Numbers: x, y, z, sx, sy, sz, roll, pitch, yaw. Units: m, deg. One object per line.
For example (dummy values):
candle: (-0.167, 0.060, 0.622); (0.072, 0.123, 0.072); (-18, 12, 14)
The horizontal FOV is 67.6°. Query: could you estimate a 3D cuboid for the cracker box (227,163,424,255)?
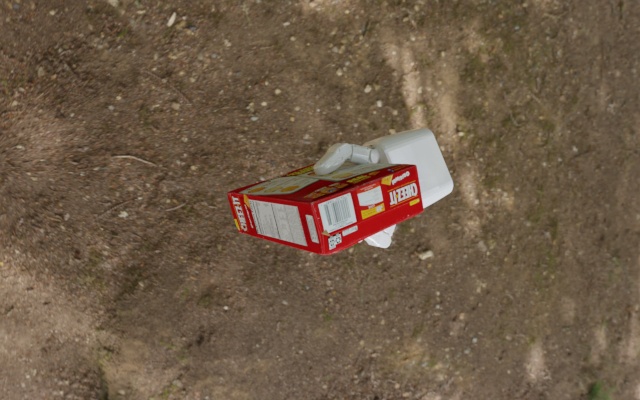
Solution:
cracker box: (0.000, 0.002, 0.632); (0.164, 0.072, 0.213); (-21, 15, -33)
